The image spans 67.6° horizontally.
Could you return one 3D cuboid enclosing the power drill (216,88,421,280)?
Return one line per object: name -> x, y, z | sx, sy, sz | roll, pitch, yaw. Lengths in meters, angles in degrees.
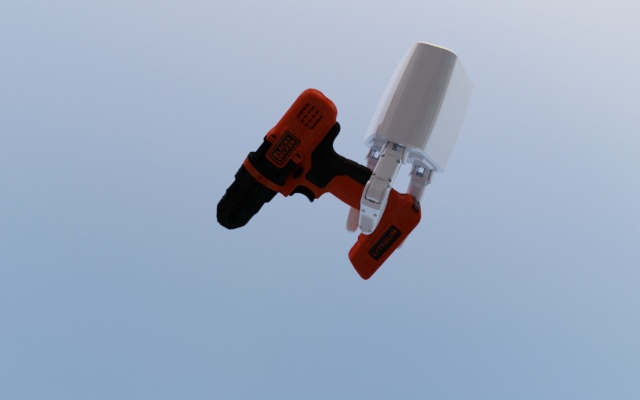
power drill -> 0.001, 0.002, 0.524 | 0.187, 0.184, 0.057 | 38, 16, -8
